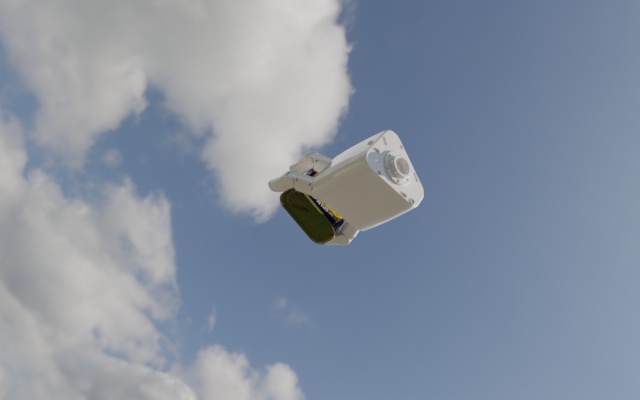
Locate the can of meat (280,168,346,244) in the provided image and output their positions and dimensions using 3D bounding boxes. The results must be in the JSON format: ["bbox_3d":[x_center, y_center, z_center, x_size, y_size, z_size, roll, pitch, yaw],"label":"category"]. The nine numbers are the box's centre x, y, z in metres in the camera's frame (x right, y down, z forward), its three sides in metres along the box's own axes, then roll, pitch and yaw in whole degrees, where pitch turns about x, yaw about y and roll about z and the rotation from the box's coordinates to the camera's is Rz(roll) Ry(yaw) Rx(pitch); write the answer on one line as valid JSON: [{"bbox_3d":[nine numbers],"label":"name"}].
[{"bbox_3d":[0.000,0.002,0.751,0.057,0.102,0.084,-33,10,47],"label":"can of meat"}]
